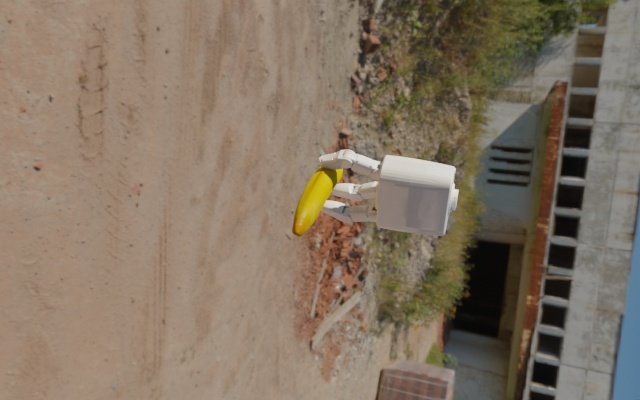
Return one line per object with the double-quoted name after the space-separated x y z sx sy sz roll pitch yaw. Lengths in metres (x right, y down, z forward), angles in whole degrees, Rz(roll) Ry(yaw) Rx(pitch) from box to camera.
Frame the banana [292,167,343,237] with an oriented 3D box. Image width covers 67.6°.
0.002 -0.016 0.749 0.037 0.070 0.197 12 28 14 "banana"
